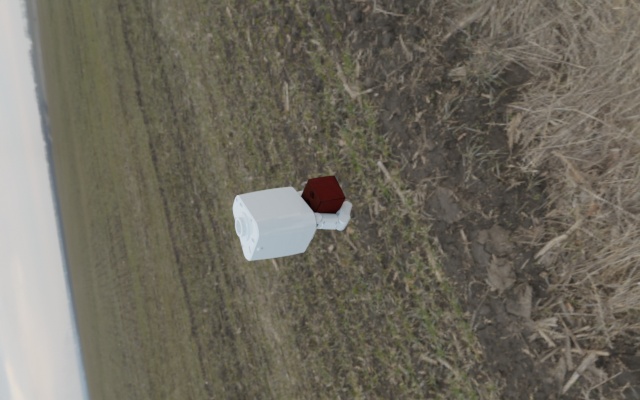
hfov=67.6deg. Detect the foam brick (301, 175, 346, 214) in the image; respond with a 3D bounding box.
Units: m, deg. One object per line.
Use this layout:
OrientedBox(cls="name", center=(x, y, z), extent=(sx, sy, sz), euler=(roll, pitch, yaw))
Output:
OrientedBox(cls="foam brick", center=(0.000, 0.002, 0.832), extent=(0.051, 0.053, 0.078), euler=(-8, -36, -29))
